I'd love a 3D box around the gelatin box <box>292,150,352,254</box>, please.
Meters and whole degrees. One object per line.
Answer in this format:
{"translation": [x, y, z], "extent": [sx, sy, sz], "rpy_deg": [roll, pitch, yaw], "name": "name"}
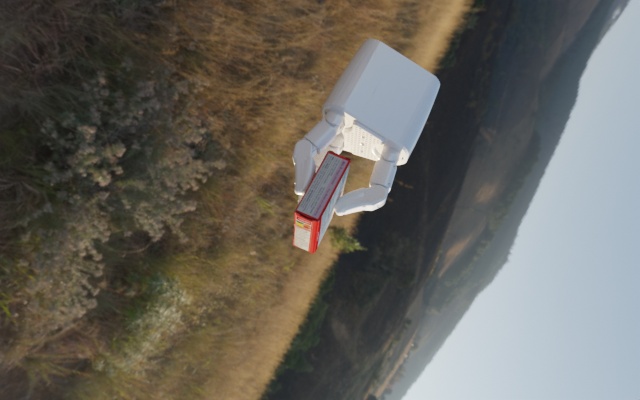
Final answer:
{"translation": [0.000, 0.002, 0.517], "extent": [0.030, 0.089, 0.073], "rpy_deg": [22, -31, 8], "name": "gelatin box"}
